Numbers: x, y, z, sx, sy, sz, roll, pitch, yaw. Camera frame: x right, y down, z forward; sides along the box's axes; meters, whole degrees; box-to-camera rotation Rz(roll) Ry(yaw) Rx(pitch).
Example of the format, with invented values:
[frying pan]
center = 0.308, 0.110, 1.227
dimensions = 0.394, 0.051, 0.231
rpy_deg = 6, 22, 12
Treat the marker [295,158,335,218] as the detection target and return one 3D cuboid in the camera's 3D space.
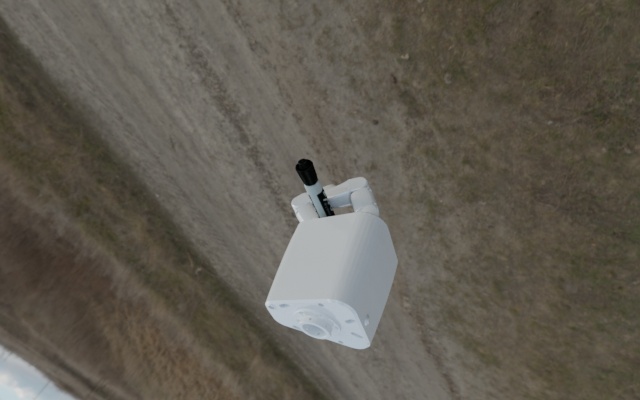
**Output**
[marker]
center = 0.000, 0.002, 0.519
dimensions = 0.020, 0.020, 0.121
rpy_deg = 0, -43, 24
